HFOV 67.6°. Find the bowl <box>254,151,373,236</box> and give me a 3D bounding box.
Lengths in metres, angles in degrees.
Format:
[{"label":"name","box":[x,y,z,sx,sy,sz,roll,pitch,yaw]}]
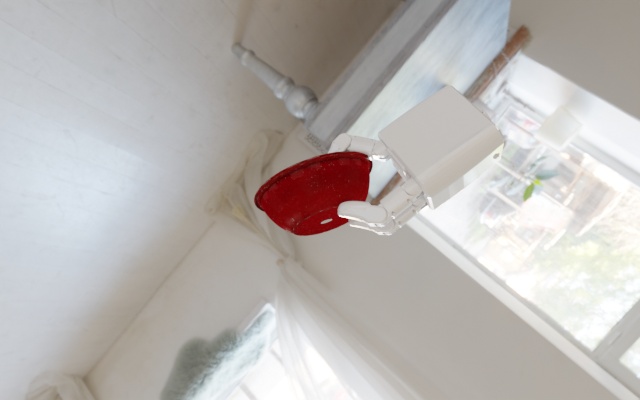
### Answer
[{"label":"bowl","box":[-0.001,0.003,0.610,0.162,0.055,0.162,-17,-19,-6]}]
